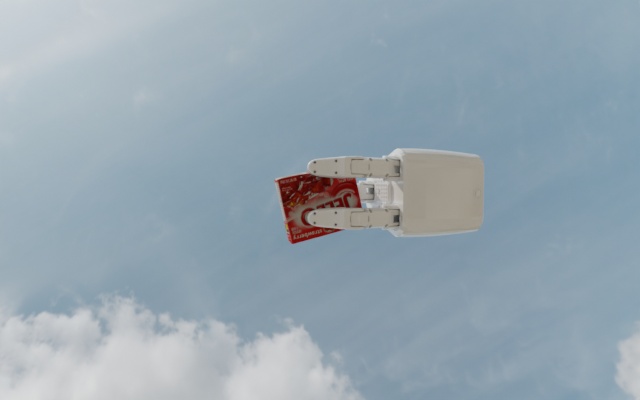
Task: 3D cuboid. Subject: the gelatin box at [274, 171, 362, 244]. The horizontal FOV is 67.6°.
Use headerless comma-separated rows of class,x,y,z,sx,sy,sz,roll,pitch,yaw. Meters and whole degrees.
gelatin box,0.000,0.002,0.535,0.089,0.073,0.030,-14,6,-12
